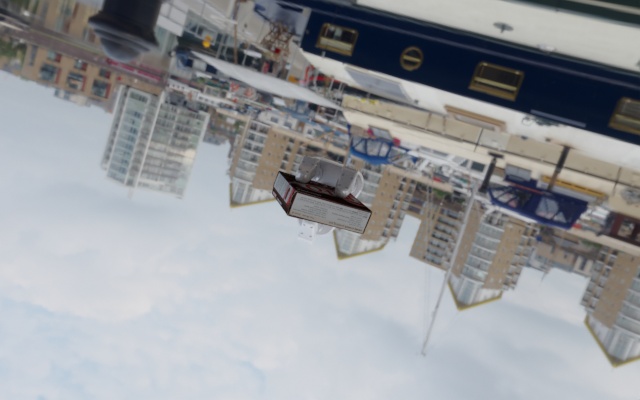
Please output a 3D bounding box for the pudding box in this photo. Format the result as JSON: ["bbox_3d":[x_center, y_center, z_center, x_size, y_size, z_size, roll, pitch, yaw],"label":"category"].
[{"bbox_3d":[0.000,0.002,0.633,0.113,0.039,0.090,13,13,-23],"label":"pudding box"}]
